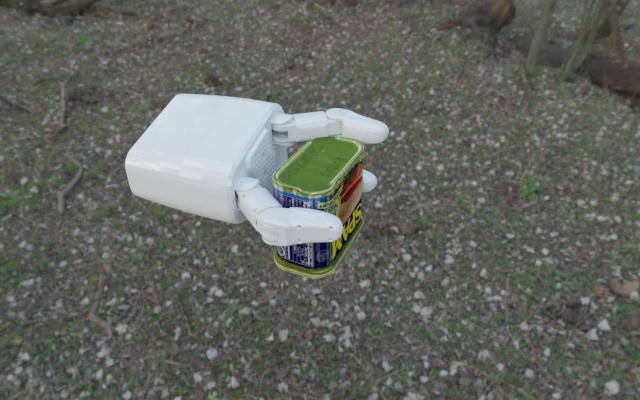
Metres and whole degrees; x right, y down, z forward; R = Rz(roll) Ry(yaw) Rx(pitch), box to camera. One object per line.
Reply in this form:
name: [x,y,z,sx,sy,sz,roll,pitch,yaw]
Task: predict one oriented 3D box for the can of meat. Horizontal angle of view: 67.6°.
can of meat: [0.000,0.001,0.414,0.057,0.084,0.102,14,36,21]
